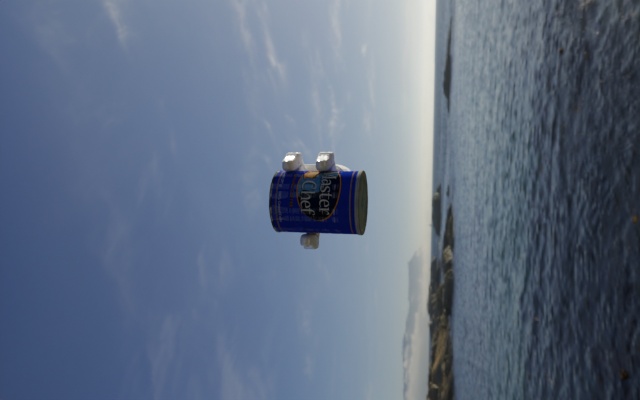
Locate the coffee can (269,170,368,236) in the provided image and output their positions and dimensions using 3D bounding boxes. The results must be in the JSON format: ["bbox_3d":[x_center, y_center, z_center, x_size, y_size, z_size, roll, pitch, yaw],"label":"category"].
[{"bbox_3d":[0.000,0.003,0.766,0.140,0.103,0.103,1,0,13],"label":"coffee can"}]
